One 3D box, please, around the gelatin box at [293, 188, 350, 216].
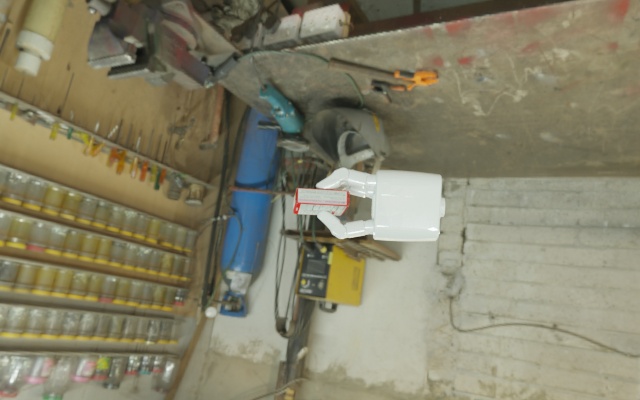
[{"bbox_3d":[0.000,0.003,0.809,0.089,0.030,0.073,2,-15,-6],"label":"gelatin box"}]
